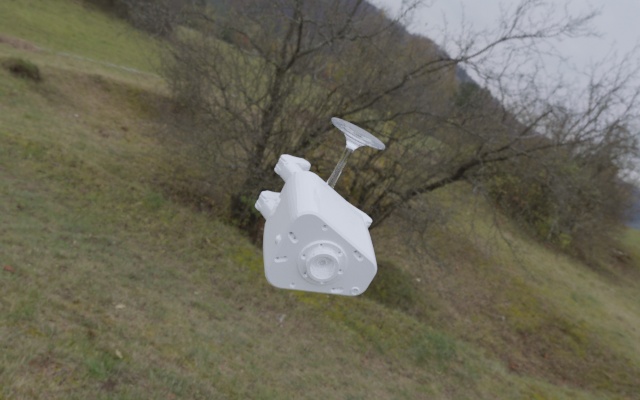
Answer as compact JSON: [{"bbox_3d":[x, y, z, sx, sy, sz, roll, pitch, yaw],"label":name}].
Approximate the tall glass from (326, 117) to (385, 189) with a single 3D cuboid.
[{"bbox_3d":[0.000,0.001,0.602,0.079,0.201,0.079,26,19,-9],"label":"tall glass"}]
